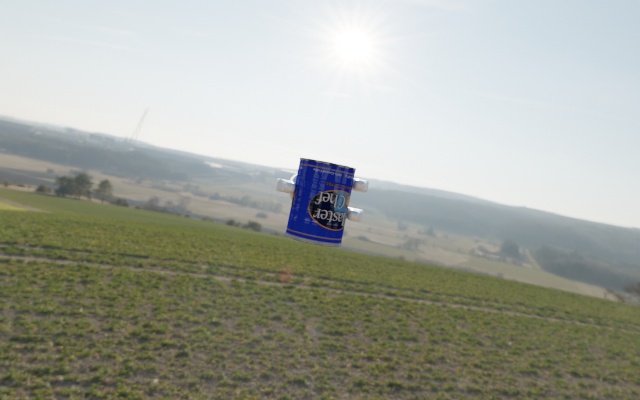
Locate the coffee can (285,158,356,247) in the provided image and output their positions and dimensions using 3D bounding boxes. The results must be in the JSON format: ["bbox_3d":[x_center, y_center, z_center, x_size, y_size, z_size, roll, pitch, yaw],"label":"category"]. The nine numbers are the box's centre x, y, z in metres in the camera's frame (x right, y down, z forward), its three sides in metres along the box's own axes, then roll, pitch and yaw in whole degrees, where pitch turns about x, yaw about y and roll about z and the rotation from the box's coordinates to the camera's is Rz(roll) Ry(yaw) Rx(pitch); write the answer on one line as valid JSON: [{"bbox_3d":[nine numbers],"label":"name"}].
[{"bbox_3d":[0.000,0.003,0.845,0.103,0.140,0.103,11,2,0],"label":"coffee can"}]
